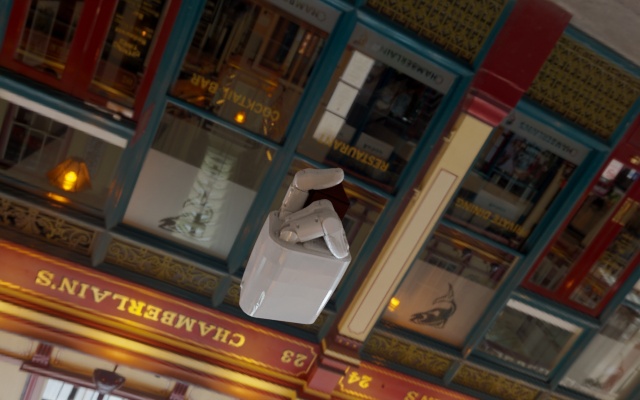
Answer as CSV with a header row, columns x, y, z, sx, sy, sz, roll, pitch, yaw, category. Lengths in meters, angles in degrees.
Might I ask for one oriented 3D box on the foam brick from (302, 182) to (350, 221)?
x,y,z,sx,sy,sz,roll,pitch,yaw,category
0.000,0.002,0.626,0.053,0.051,0.078,22,18,-14,foam brick
